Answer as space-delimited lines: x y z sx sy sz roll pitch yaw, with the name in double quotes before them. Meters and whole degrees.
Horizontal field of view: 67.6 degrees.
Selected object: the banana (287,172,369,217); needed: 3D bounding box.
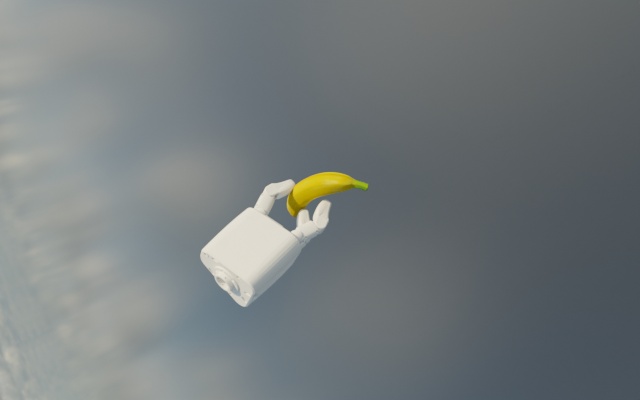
"banana" -0.011 -0.010 0.804 0.070 0.037 0.198 42 -35 -22
